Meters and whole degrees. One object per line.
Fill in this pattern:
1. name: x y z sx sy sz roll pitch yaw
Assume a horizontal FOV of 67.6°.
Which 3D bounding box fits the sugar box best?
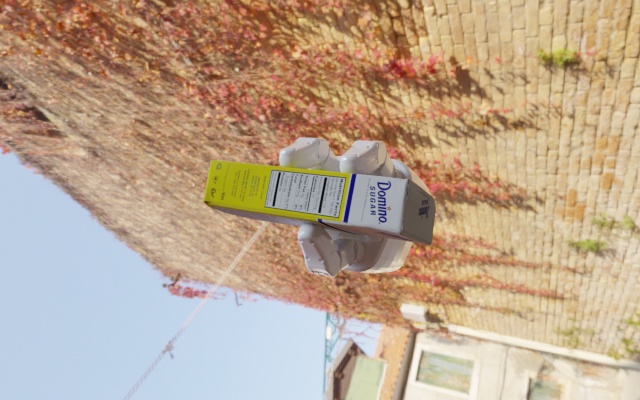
1. sugar box: 0.000 0.001 0.401 0.176 0.048 0.093 5 -8 26
